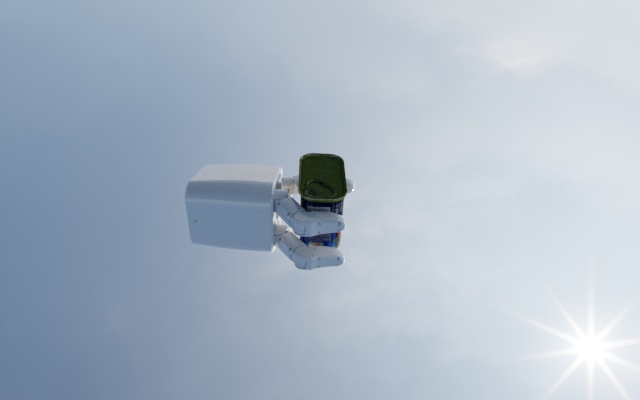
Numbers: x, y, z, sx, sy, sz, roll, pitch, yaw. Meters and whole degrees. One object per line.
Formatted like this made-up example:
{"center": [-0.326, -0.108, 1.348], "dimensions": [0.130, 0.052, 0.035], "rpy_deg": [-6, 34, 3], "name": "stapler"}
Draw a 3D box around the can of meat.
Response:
{"center": [0.000, 0.002, 0.603], "dimensions": [0.057, 0.084, 0.102], "rpy_deg": [2, 36, -3], "name": "can of meat"}
